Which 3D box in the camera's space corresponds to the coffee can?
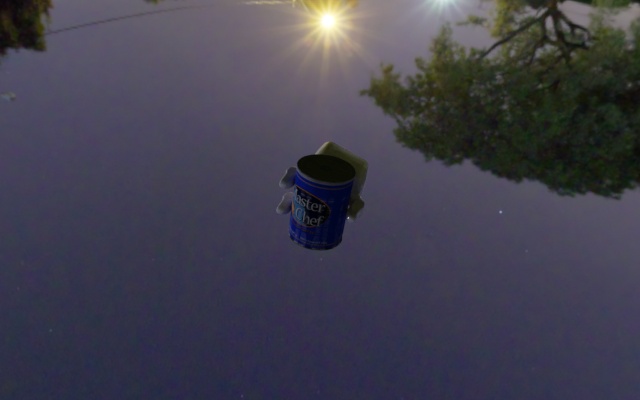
[{"bbox_3d":[0.000,0.003,0.850,0.103,0.140,0.102,7,31,-4],"label":"coffee can"}]
